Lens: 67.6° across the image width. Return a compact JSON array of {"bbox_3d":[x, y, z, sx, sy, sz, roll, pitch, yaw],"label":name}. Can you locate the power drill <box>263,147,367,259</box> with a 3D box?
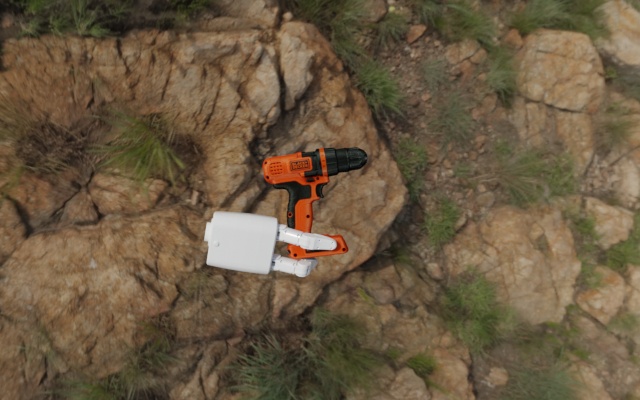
[{"bbox_3d":[0.000,0.003,0.837,0.184,0.187,0.057,-8,-3,2],"label":"power drill"}]
